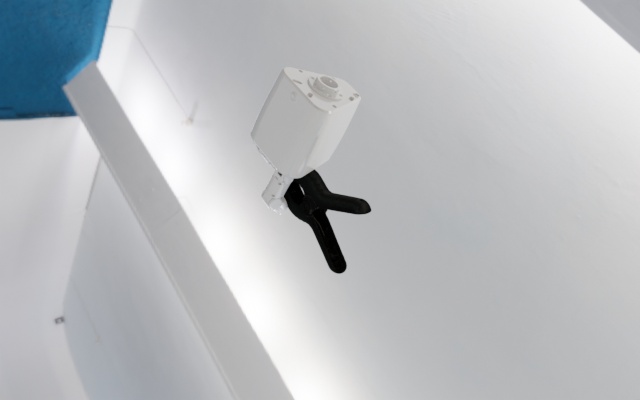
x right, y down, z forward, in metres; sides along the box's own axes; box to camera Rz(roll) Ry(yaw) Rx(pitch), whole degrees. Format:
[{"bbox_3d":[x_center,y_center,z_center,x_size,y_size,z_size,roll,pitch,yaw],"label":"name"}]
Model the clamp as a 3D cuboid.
[{"bbox_3d":[0.000,0.002,0.643,0.039,0.171,0.120,-14,-34,-45],"label":"clamp"}]
